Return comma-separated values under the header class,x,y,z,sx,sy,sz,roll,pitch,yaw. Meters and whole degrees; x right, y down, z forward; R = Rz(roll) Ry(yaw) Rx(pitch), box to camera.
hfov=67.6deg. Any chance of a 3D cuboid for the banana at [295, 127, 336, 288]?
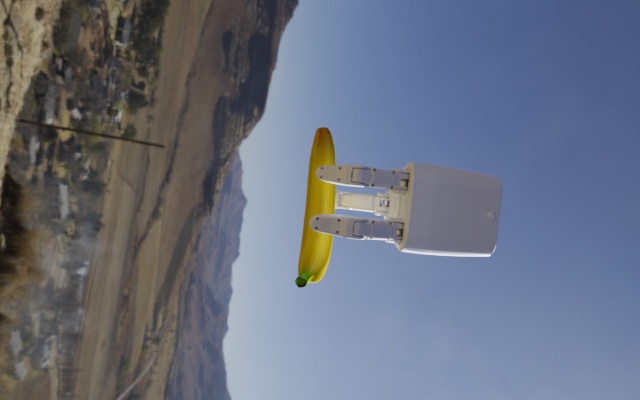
class,x,y,z,sx,sy,sz,roll,pitch,yaw
banana,-0.001,0.013,0.556,0.037,0.197,0.070,6,-25,0
